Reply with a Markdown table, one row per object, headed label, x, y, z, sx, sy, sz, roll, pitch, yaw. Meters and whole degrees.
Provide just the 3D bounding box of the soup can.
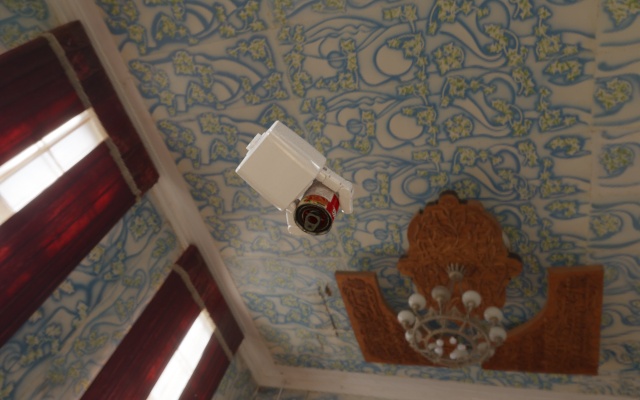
| label | x | y | z | sx | sy | sz | roll | pitch | yaw |
| --- | --- | --- | --- | --- | --- | --- | --- | --- | --- |
| soup can | 0.001 | 0.003 | 0.826 | 0.068 | 0.068 | 0.102 | 0 | 36 | 19 |
